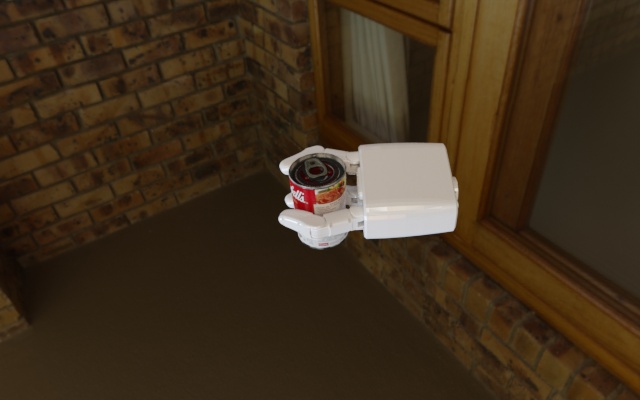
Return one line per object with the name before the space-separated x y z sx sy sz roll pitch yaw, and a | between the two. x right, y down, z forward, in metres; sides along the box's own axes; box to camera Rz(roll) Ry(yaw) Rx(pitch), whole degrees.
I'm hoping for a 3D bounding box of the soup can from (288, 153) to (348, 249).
soup can | 0.000 0.002 0.588 0.068 0.102 0.068 -3 41 3
